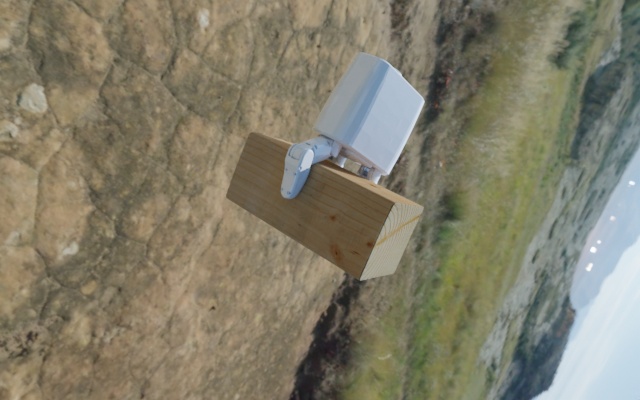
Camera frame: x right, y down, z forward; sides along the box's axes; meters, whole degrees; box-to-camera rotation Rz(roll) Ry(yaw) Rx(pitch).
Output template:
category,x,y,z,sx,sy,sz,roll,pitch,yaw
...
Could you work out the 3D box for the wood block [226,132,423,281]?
category,x,y,z,sx,sy,sz,roll,pitch,yaw
wood block,0.000,0.002,0.564,0.206,0.090,0.091,28,11,30
